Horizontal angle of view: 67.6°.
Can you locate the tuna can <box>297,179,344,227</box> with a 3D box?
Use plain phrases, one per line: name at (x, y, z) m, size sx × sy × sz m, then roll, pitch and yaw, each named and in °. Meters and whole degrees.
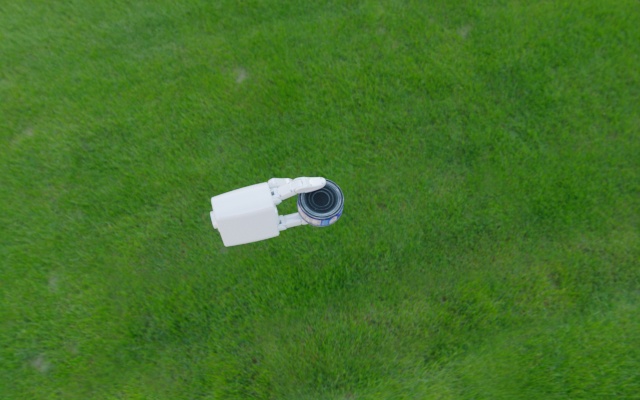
tuna can at (0.000, 0.003, 0.877) m, size 0.086 × 0.086 × 0.034 m, roll 0°, pitch -27°, yaw -4°
